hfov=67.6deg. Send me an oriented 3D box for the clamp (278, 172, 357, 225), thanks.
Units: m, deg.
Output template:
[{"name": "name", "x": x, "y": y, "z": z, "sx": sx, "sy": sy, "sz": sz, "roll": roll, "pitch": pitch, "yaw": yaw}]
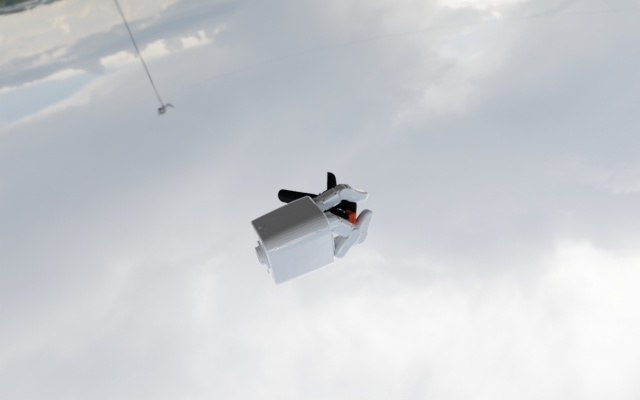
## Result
[{"name": "clamp", "x": 0.000, "y": 0.003, "z": 0.841, "sx": 0.120, "sy": 0.039, "sz": 0.171, "roll": -22, "pitch": 31, "yaw": -13}]
